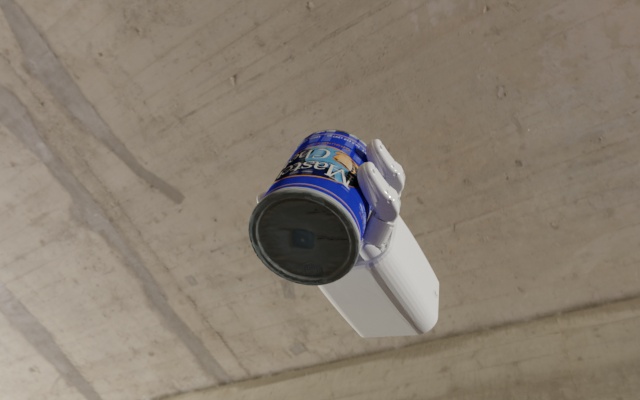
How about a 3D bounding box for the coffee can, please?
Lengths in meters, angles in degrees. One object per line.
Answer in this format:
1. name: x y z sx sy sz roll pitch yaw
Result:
1. coffee can: 0.000 0.002 0.481 0.103 0.103 0.140 0 30 16
